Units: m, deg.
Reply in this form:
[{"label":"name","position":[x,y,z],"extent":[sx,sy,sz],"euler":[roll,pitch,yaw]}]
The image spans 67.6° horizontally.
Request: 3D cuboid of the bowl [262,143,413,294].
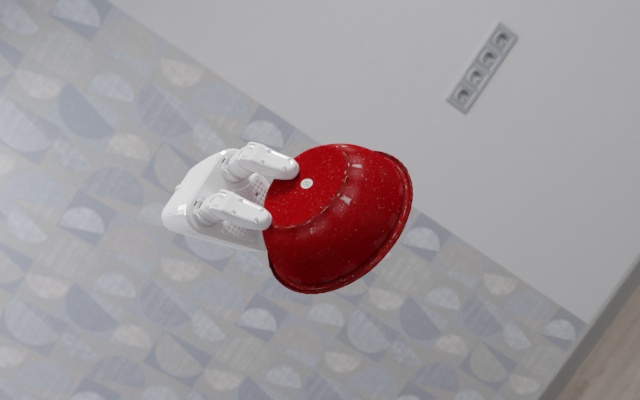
[{"label":"bowl","position":[0.001,0.001,0.438],"extent":[0.162,0.162,0.055],"euler":[0,-35,42]}]
